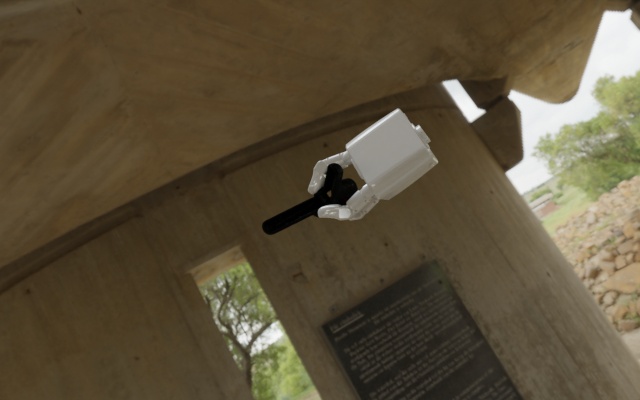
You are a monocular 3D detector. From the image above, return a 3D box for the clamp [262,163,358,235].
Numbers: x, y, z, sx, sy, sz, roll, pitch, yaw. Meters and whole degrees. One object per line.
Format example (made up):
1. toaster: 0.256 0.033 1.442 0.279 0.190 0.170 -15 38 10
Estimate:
1. clamp: 0.000 0.002 0.809 0.164 0.036 0.210 -37 -14 16
